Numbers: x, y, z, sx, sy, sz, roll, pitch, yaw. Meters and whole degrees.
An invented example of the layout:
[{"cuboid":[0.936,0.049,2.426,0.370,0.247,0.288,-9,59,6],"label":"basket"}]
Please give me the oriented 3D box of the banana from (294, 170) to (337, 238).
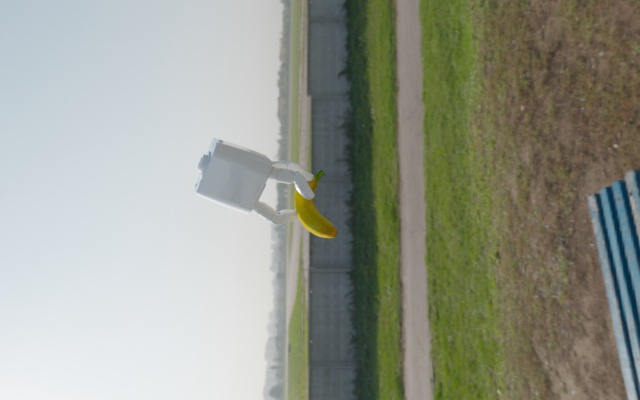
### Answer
[{"cuboid":[-0.015,0.011,0.901,0.069,0.197,0.037,-33,-53,17],"label":"banana"}]
